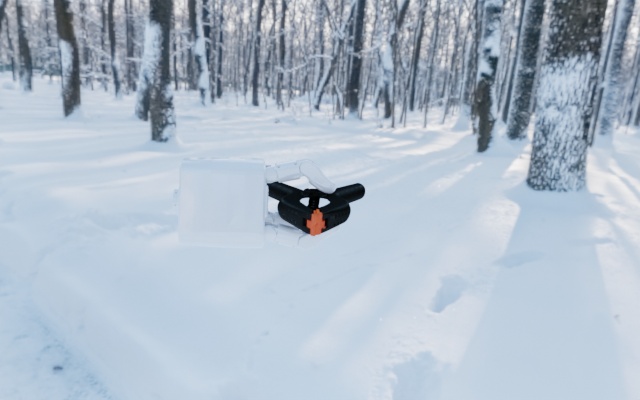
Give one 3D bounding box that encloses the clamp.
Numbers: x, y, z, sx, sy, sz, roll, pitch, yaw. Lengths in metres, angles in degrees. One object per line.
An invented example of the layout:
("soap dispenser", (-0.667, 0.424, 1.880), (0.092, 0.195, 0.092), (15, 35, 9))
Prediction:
("clamp", (0.000, 0.001, 0.653), (0.164, 0.036, 0.210), (1, 14, -10))
